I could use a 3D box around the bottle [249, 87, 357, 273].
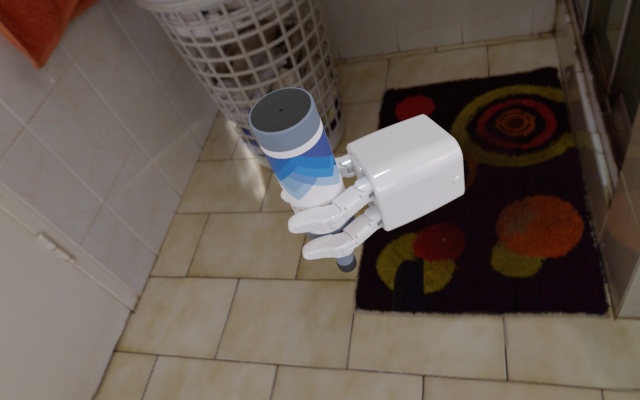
[{"bbox_3d":[0.000,0.002,0.570,0.069,0.069,0.296,0,-37,19],"label":"bottle"}]
